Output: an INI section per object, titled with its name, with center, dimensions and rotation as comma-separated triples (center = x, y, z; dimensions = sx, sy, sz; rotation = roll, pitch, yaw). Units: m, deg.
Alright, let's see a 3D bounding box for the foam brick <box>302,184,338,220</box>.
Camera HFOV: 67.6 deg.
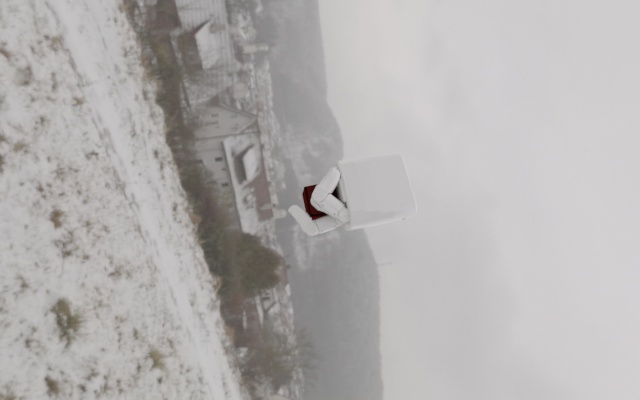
[foam brick]
center = 0.000, 0.003, 0.809
dimensions = 0.051, 0.053, 0.078
rotation = -11, -6, -6
